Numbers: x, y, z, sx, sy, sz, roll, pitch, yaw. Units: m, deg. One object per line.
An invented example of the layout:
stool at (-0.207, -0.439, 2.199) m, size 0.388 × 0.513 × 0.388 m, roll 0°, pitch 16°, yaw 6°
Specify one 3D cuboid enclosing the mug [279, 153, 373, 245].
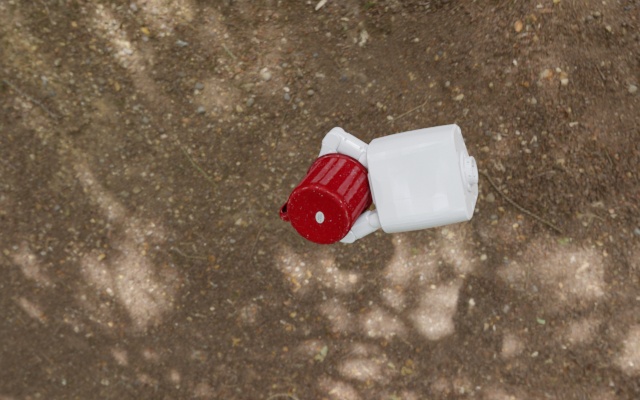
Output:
mug at (-0.001, 0.002, 0.586) m, size 0.117 × 0.093 × 0.081 m, roll -10°, pitch 23°, yaw 28°
